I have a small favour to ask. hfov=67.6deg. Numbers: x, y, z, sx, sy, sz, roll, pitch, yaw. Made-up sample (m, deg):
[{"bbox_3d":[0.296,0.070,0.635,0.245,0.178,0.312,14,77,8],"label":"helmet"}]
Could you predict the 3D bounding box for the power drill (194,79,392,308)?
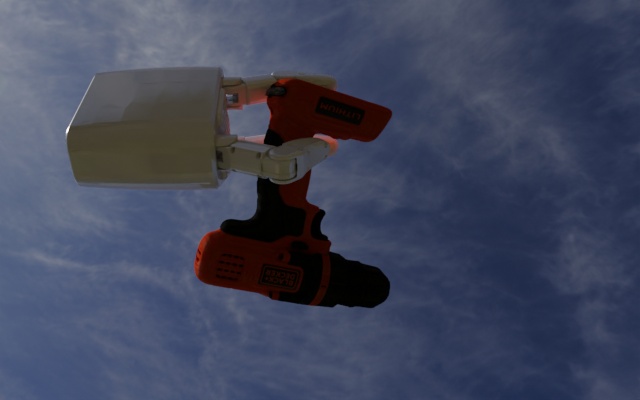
[{"bbox_3d":[0.000,0.001,0.420,0.184,0.187,0.057,14,4,-24],"label":"power drill"}]
